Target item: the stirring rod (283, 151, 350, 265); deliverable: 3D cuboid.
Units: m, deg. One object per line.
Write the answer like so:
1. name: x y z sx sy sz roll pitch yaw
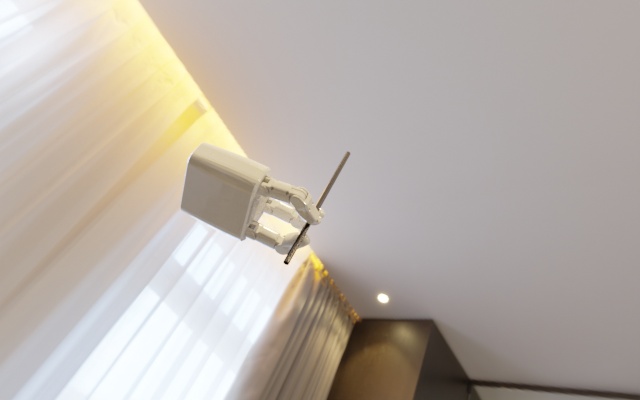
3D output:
1. stirring rod: 0.000 0.002 0.699 0.011 0.011 0.239 0 41 30
